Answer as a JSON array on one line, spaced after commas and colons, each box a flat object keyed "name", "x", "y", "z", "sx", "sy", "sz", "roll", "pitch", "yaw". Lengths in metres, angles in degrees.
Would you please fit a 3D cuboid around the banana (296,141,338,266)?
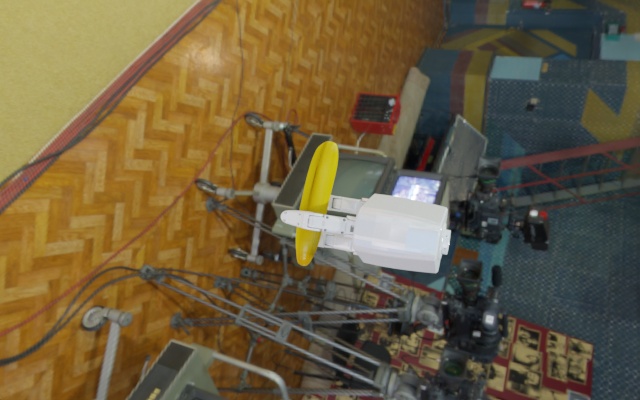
[{"name": "banana", "x": -0.002, "y": -0.009, "z": 0.667, "sx": 0.037, "sy": 0.197, "sz": 0.070, "roll": 8, "pitch": -24, "yaw": 13}]
